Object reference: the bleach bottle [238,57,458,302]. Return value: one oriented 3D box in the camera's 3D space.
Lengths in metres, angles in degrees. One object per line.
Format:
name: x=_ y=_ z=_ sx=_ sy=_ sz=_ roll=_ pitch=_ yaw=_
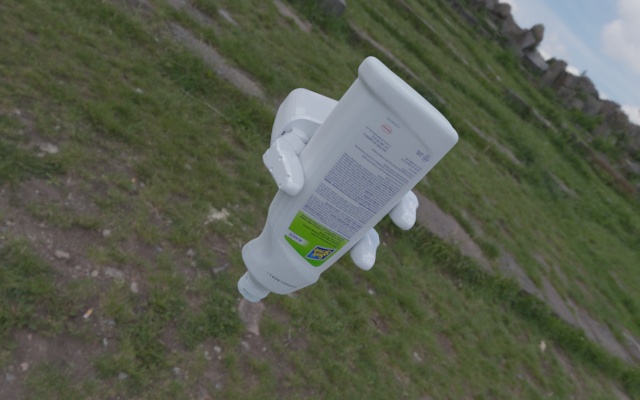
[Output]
bleach bottle: x=0.000 y=0.001 z=0.435 sx=0.102 sy=0.251 sz=0.068 roll=34 pitch=23 yaw=-20
